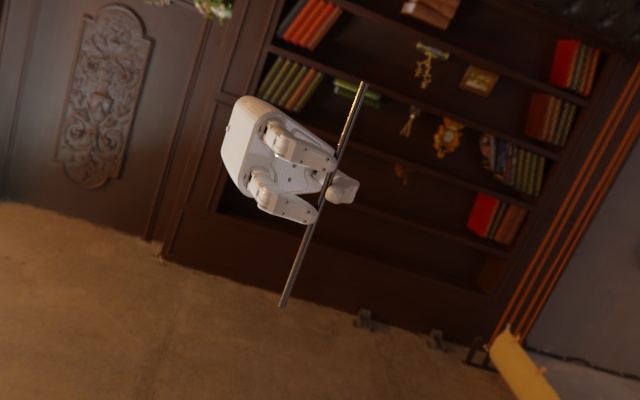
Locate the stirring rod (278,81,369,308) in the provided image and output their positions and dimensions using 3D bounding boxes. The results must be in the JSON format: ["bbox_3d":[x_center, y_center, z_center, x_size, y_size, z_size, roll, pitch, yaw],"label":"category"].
[{"bbox_3d":[0.000,0.001,0.466,0.011,0.239,0.011,19,15,-5],"label":"stirring rod"}]
